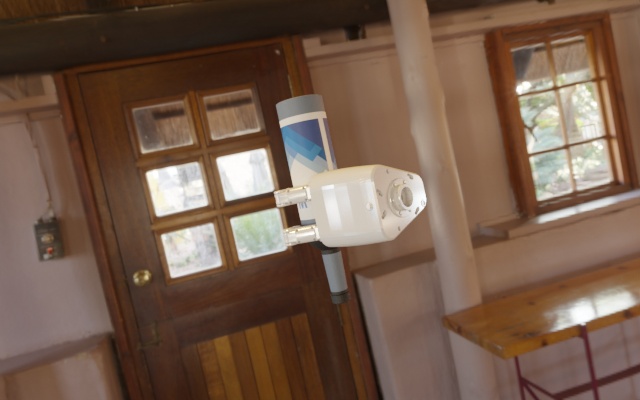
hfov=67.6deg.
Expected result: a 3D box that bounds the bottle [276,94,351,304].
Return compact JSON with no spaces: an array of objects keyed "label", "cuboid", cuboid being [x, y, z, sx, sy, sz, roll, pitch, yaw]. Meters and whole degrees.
[{"label":"bottle","cuboid":[0.000,0.002,0.683,0.069,0.296,0.069,-12,3,1]}]
